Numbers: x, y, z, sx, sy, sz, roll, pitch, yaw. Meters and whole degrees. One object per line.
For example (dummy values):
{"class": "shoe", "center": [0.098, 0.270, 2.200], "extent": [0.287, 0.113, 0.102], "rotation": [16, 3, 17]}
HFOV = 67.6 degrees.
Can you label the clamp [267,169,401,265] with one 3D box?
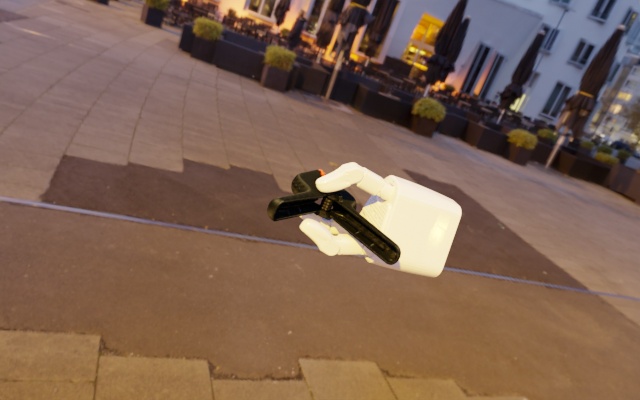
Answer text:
{"class": "clamp", "center": [0.001, 0.001, 0.613], "extent": [0.164, 0.036, 0.210], "rotation": [21, 18, -21]}
